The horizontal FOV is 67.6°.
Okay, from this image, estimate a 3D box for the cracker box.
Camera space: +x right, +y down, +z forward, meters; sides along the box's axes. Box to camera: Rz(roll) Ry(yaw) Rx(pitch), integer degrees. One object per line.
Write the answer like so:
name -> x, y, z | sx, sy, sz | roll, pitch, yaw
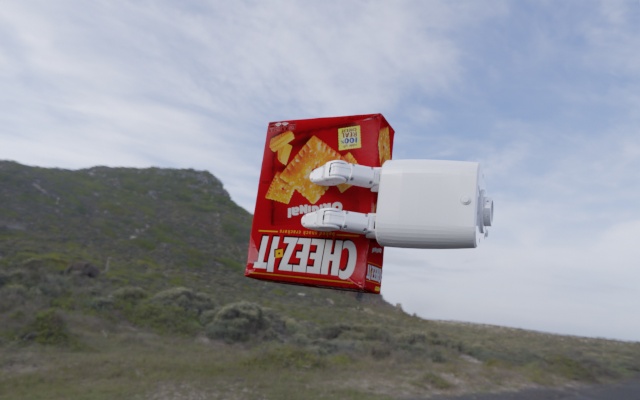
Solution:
cracker box -> 0.000, 0.002, 0.610 | 0.164, 0.213, 0.072 | 1, -14, 26
